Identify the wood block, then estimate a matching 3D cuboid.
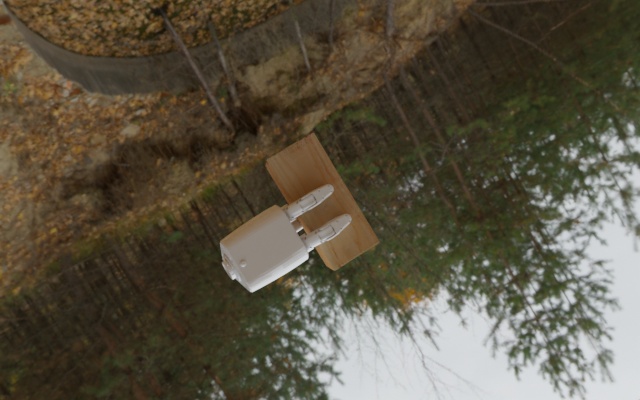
[{"bbox_3d":[0.000,0.003,0.799,0.090,0.206,0.091,-31,2,-8],"label":"wood block"}]
